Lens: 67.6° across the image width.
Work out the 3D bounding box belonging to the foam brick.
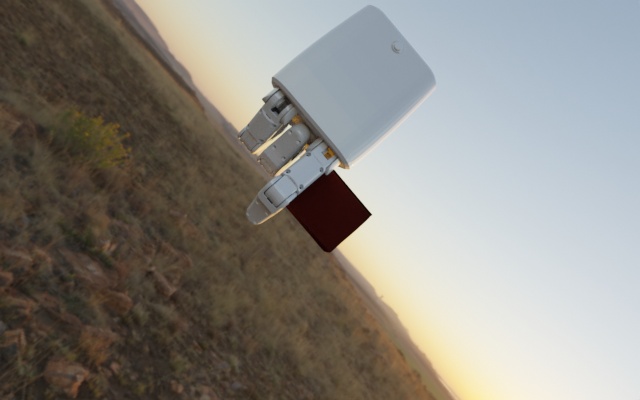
[{"bbox_3d":[0.000,0.002,0.429,0.051,0.078,0.053,-40,2,-7],"label":"foam brick"}]
